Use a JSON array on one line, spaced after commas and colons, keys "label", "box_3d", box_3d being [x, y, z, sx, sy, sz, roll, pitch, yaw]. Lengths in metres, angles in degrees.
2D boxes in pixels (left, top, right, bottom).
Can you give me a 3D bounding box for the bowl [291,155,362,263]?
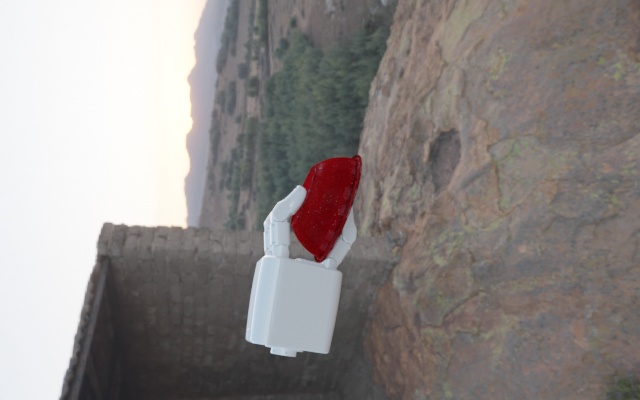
[{"label": "bowl", "box_3d": [0.000, 0.001, 0.666, 0.055, 0.162, 0.162, 21, -4, -9]}]
